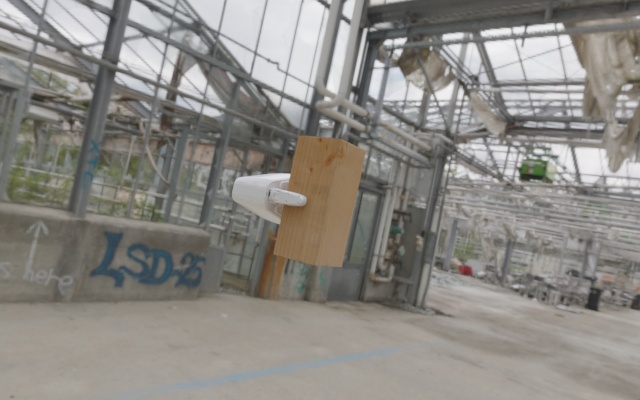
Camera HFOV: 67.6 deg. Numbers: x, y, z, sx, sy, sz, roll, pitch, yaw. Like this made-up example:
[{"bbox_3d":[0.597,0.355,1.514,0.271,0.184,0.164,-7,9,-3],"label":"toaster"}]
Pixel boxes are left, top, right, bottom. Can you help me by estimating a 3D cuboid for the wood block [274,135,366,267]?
[{"bbox_3d":[0.000,0.002,0.812,0.090,0.206,0.091,10,-2,34],"label":"wood block"}]
